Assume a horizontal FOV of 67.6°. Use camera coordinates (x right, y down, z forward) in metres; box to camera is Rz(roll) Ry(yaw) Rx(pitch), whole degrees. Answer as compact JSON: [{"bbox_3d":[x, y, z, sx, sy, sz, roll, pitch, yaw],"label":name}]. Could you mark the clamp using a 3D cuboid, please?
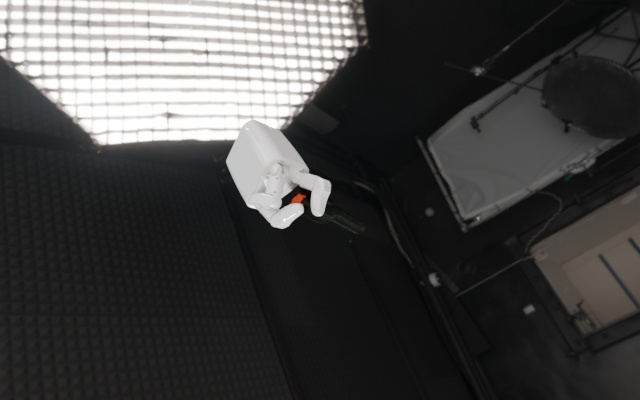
[{"bbox_3d":[0.000,0.003,0.842,0.171,0.039,0.120,21,21,-51],"label":"clamp"}]
